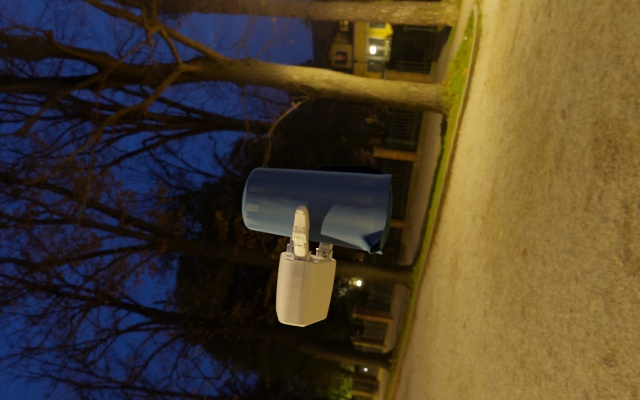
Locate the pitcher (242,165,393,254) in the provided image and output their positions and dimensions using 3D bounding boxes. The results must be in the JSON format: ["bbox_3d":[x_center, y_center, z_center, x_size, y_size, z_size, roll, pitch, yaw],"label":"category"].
[{"bbox_3d":[0.000,0.003,0.813,0.243,0.145,0.149,7,1,8],"label":"pitcher"}]
